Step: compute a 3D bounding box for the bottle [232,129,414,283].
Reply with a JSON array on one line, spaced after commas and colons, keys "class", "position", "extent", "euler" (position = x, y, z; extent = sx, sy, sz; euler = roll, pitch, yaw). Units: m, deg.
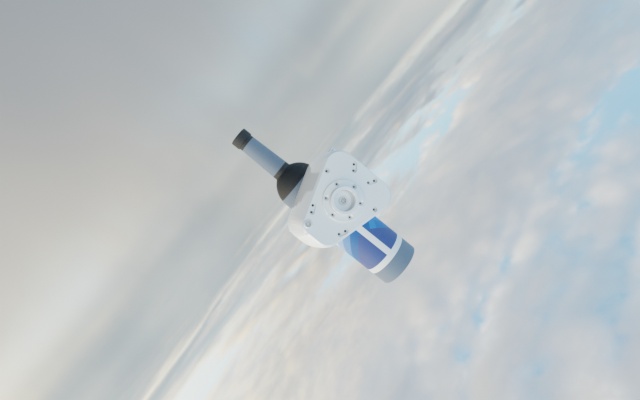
[{"class": "bottle", "position": [0.000, 0.002, 0.676], "extent": [0.296, 0.069, 0.069], "euler": [39, -6, -7]}]
